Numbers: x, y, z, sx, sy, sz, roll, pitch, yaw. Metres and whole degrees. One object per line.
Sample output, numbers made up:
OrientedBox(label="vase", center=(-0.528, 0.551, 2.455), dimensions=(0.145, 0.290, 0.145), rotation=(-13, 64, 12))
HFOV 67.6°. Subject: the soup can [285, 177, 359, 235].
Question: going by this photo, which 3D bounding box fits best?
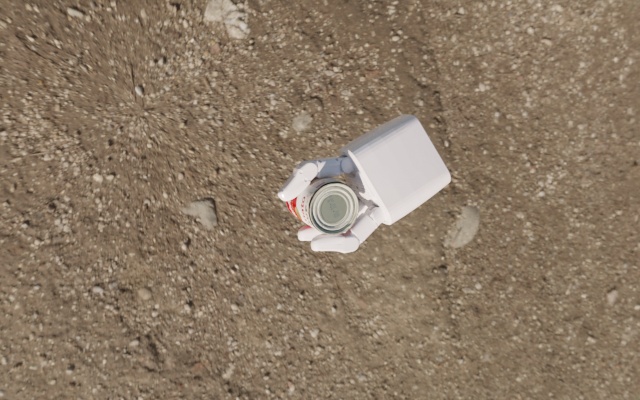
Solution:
OrientedBox(label="soup can", center=(0.000, 0.002, 0.619), dimensions=(0.068, 0.068, 0.102), rotation=(0, 10, -21))
